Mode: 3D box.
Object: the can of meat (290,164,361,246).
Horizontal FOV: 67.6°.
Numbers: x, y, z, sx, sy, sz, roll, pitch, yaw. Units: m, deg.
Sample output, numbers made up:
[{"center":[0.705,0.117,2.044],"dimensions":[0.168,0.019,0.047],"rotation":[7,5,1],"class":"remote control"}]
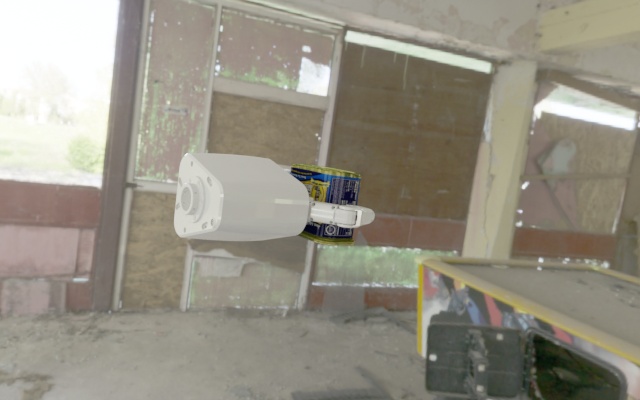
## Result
[{"center":[0.000,0.002,0.577],"dimensions":[0.057,0.084,0.102],"rotation":[3,7,-38],"class":"can of meat"}]
